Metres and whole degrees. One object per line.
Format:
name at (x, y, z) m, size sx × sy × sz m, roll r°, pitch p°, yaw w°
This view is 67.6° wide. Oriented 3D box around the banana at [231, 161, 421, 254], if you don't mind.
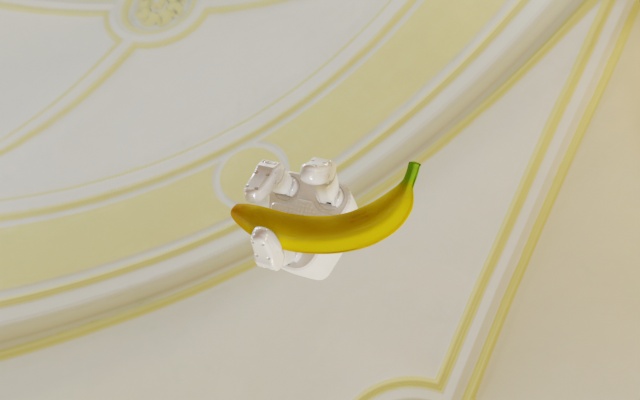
banana at (0.006, 0.019, 0.465) m, size 0.198 × 0.069 × 0.037 m, roll -13°, pitch -12°, yaw 16°
